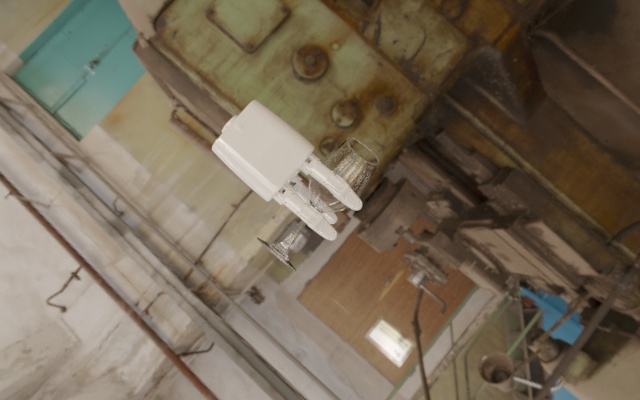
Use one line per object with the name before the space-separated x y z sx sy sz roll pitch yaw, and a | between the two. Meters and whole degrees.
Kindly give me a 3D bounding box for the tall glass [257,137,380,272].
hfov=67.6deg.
tall glass | 0.000 0.003 0.695 0.079 0.201 0.079 40 -7 6
